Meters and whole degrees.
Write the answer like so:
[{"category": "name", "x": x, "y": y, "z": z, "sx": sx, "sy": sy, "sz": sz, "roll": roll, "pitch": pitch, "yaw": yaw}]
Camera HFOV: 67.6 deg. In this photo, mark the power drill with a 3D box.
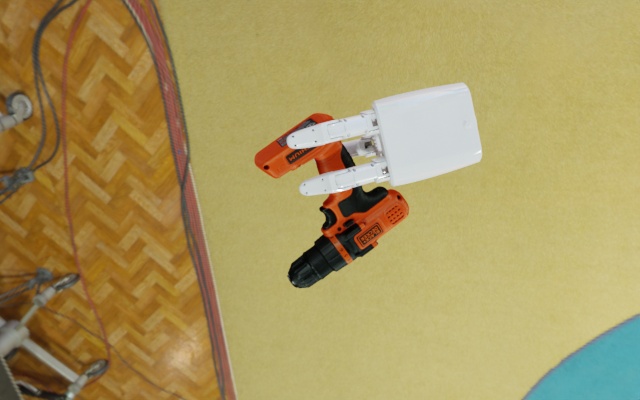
[{"category": "power drill", "x": 0.000, "y": 0.001, "z": 0.596, "sx": 0.184, "sy": 0.188, "sz": 0.057, "roll": -37, "pitch": 27, "yaw": -4}]
